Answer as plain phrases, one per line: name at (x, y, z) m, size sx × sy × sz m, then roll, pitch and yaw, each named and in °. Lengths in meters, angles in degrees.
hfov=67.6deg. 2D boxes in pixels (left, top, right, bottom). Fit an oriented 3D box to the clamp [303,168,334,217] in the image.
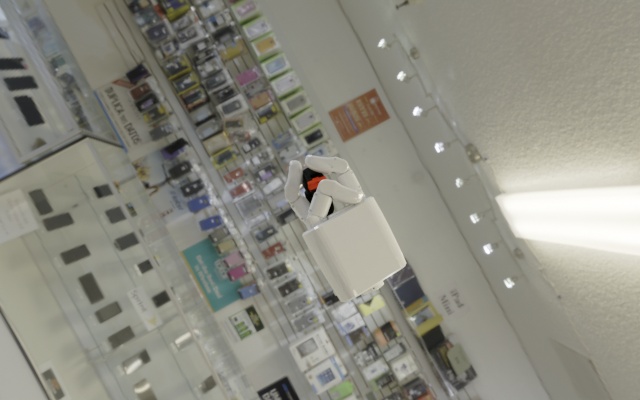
clamp at (0.001, 0.002, 0.732) m, size 0.039 × 0.120 × 0.171 m, roll -28°, pitch -2°, yaw -2°
